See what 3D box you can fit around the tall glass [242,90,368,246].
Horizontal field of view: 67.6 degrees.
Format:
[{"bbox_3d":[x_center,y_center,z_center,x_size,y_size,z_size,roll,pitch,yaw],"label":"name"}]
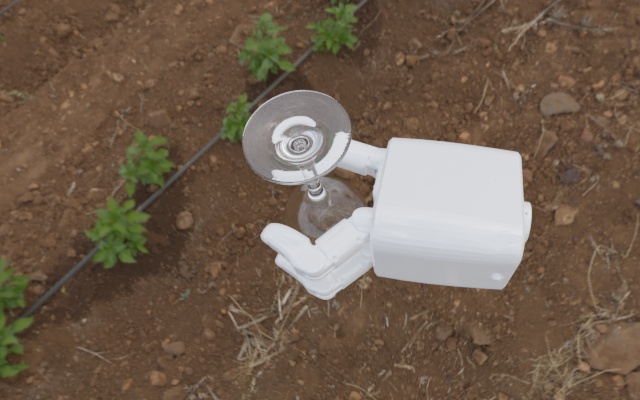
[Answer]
[{"bbox_3d":[0.000,0.001,0.401,0.079,0.079,0.201,0,-27,10],"label":"tall glass"}]
